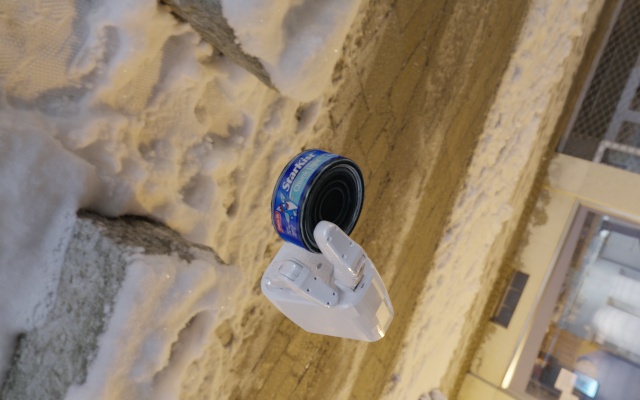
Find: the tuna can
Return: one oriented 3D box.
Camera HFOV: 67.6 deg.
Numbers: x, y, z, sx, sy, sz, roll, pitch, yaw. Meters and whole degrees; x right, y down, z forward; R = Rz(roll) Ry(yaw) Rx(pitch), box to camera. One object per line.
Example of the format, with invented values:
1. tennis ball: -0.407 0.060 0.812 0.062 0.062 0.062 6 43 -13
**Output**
1. tuna can: 0.000 0.001 0.404 0.033 0.086 0.086 20 12 37
